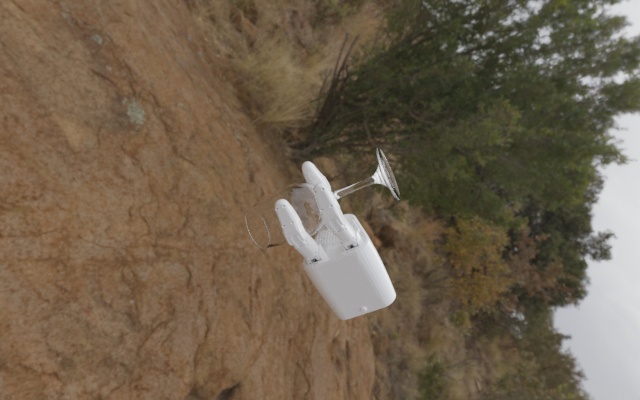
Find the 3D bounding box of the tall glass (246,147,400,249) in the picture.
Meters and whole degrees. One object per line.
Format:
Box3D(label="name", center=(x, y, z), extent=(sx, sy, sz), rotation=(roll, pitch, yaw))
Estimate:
Box3D(label="tall glass", center=(0.001, 0.002, 0.641), extent=(0.201, 0.079, 0.079), rotation=(-22, -7, 16))
